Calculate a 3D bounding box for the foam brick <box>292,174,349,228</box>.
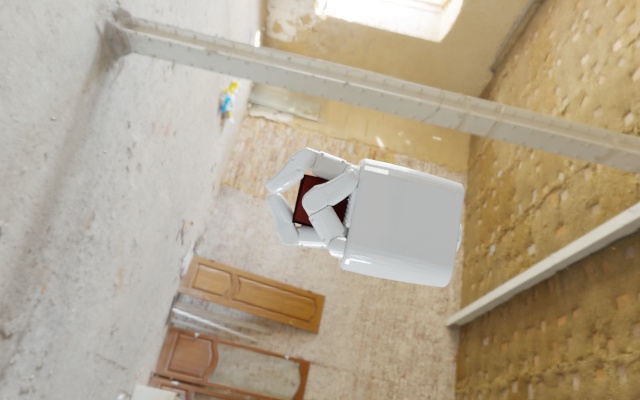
[{"bbox_3d":[0.000,0.002,0.518,0.051,0.053,0.078,12,4,-2],"label":"foam brick"}]
